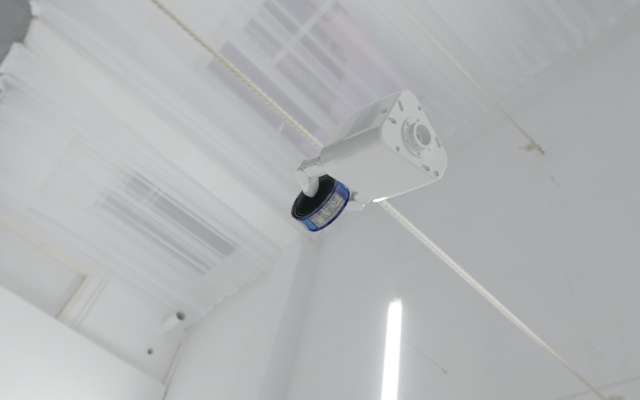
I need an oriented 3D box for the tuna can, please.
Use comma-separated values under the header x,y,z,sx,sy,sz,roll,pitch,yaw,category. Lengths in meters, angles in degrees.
x,y,z,sx,sy,sz,roll,pitch,yaw,category
0.000,0.003,0.680,0.034,0.086,0.086,44,-21,-24,tuna can
